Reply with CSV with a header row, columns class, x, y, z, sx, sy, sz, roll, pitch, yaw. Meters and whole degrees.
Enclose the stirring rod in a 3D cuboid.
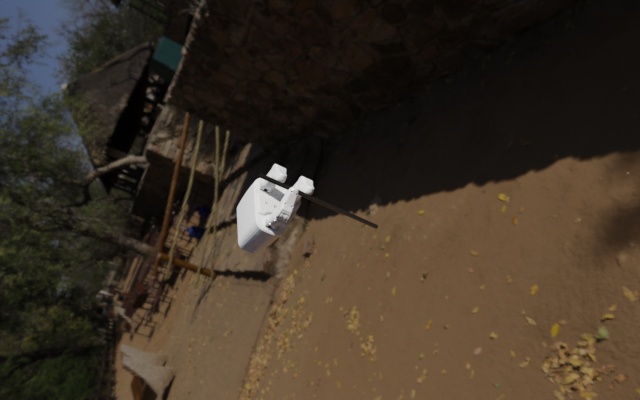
class,x,y,z,sx,sy,sz,roll,pitch,yaw
stirring rod,0.000,0.003,0.840,0.239,0.011,0.011,24,-8,-19
